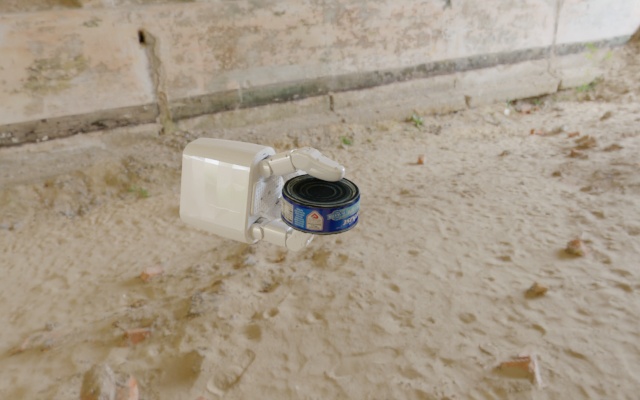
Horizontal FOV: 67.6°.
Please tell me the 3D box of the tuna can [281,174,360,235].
[{"bbox_3d":[0.000,0.001,0.515,0.086,0.034,0.086,3,27,-1],"label":"tuna can"}]
